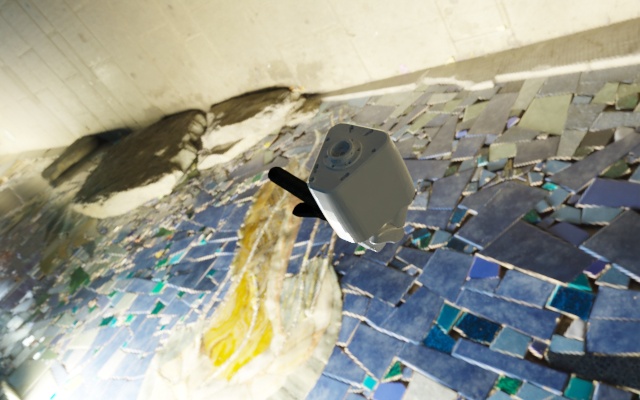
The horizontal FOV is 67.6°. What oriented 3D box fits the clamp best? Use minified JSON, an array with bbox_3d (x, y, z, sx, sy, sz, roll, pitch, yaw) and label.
[{"bbox_3d":[0.000,0.003,0.698,0.171,0.039,0.120,13,-22,37],"label":"clamp"}]
